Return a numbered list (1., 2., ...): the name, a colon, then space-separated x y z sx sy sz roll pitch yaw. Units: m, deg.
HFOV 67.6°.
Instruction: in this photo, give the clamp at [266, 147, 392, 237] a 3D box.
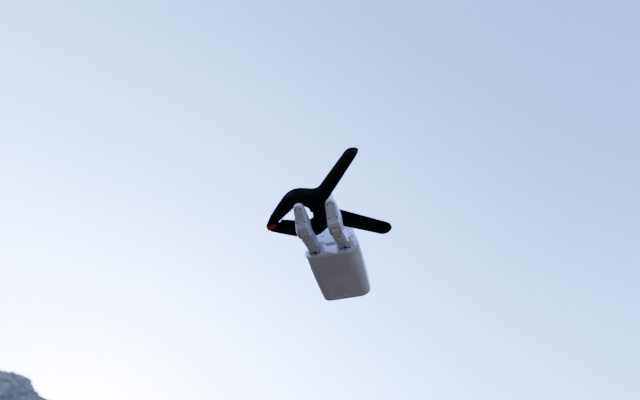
1. clamp: 0.000 0.003 0.807 0.210 0.165 0.036 -12 25 15
